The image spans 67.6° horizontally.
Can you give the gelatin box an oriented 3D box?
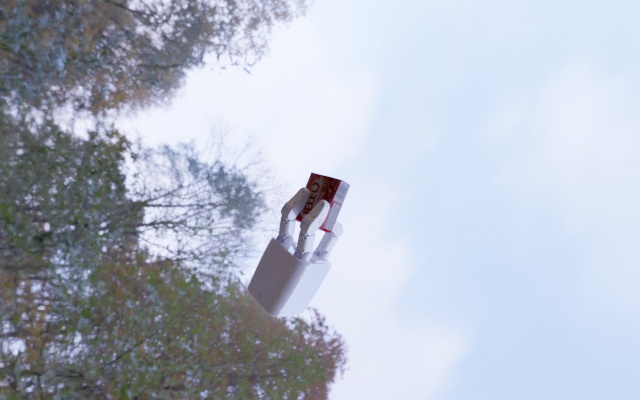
[{"bbox_3d":[0.001,0.002,0.797,0.073,0.089,0.030,17,-8,44],"label":"gelatin box"}]
